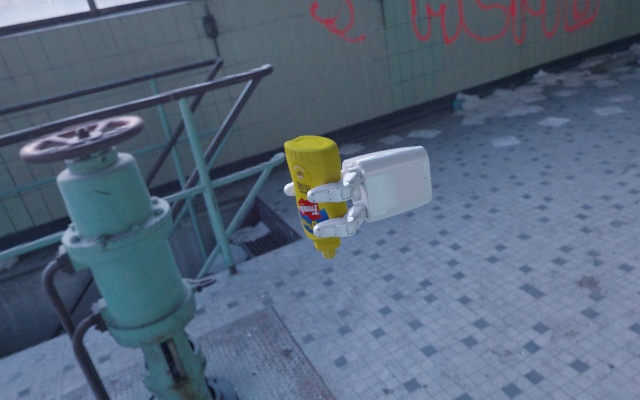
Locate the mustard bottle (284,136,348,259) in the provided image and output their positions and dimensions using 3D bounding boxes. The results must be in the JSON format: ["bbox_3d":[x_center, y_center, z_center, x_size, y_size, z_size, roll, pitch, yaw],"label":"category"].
[{"bbox_3d":[0.000,0.002,0.720,0.058,0.192,0.096,-27,29,-32],"label":"mustard bottle"}]
